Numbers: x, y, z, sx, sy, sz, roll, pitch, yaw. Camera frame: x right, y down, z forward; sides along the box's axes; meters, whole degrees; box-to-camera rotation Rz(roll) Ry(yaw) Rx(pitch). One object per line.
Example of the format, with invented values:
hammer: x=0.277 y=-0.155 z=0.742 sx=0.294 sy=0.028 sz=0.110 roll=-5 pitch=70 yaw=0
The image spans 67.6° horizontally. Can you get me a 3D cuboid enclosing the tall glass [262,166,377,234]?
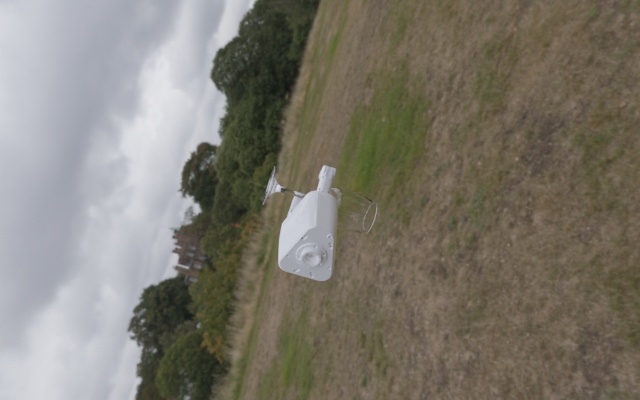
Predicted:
tall glass: x=0.000 y=0.003 z=0.877 sx=0.201 sy=0.079 sz=0.079 roll=17 pitch=-3 yaw=-9
